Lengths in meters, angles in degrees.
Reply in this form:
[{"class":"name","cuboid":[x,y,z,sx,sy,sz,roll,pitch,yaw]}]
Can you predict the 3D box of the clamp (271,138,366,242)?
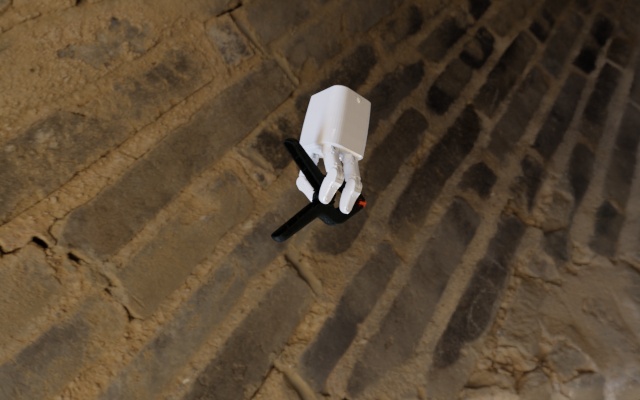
[{"class":"clamp","cuboid":[0.000,0.002,0.813,0.036,0.164,0.210,7,-9,44]}]
